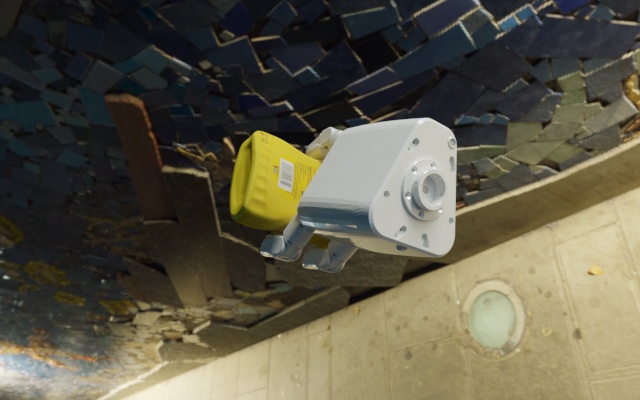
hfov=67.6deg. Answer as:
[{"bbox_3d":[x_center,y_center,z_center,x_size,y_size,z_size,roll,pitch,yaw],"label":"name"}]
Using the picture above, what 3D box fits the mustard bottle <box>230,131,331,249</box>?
[{"bbox_3d":[0.000,0.002,0.518,0.192,0.096,0.058,20,-33,-30],"label":"mustard bottle"}]
